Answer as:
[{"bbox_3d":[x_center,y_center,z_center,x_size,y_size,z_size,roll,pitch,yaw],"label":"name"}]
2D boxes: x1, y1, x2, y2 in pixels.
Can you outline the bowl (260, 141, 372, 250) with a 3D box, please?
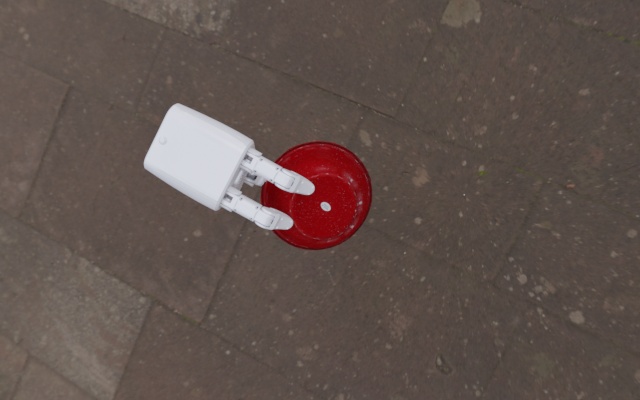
[{"bbox_3d":[0.001,0.003,0.657,0.162,0.162,0.055,0,16,-11],"label":"bowl"}]
